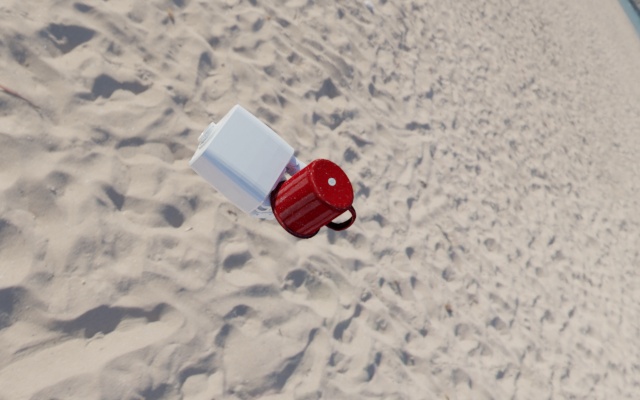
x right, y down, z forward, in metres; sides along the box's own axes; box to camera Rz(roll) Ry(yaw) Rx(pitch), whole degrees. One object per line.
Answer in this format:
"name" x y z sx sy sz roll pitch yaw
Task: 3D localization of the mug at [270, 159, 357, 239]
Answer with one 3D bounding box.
"mug" 0.001 0.003 0.663 0.117 0.093 0.081 39 -49 -20
